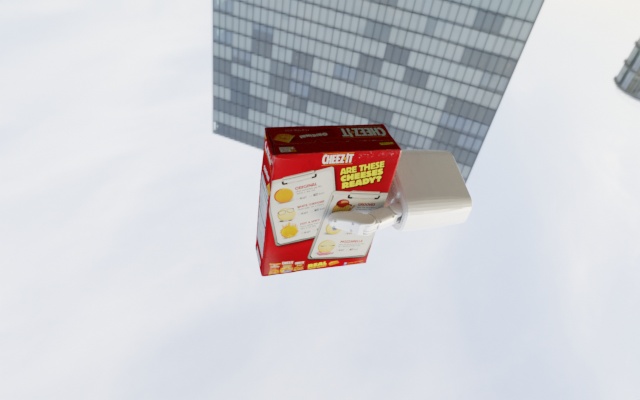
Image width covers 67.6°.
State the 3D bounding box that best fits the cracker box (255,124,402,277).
[{"bbox_3d":[0.000,0.002,0.652,0.164,0.214,0.072,-5,42,-18],"label":"cracker box"}]
